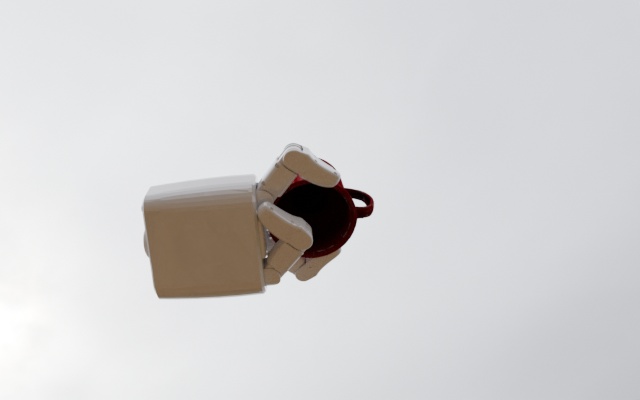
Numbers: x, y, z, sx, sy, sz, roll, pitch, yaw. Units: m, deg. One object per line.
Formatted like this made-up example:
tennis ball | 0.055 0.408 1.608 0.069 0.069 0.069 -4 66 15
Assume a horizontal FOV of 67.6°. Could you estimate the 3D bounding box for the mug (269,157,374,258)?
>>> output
mug | 0.002 0.001 0.523 0.117 0.093 0.081 -3 27 -4
